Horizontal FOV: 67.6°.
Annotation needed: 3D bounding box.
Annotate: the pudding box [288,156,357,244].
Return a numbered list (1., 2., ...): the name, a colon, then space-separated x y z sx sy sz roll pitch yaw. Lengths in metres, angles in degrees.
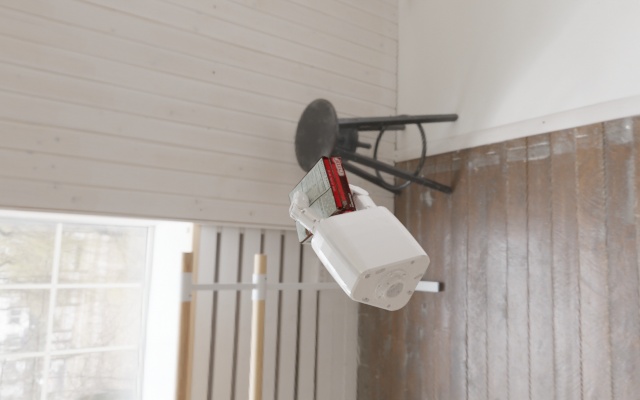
1. pudding box: 0.000 0.002 0.697 0.039 0.090 0.113 5 -32 -34
